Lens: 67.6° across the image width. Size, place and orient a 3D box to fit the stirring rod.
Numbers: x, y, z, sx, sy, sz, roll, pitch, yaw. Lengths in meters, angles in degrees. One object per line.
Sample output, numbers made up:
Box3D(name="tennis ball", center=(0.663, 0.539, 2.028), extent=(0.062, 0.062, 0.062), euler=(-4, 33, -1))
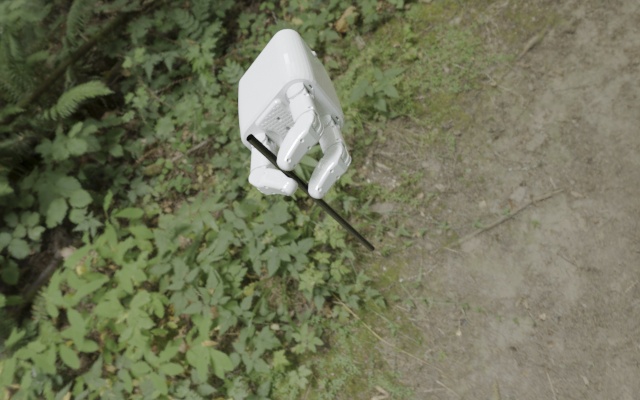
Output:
Box3D(name="stirring rod", center=(0.000, 0.002, 0.514), extent=(0.011, 0.011, 0.240), euler=(0, -29, 38))
